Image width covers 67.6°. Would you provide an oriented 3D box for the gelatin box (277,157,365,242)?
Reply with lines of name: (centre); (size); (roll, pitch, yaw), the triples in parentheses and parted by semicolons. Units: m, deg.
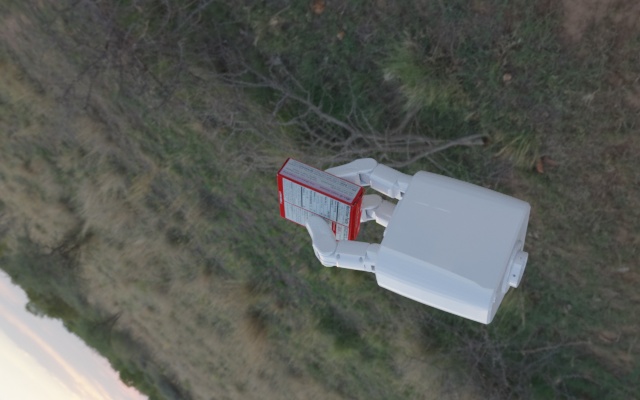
gelatin box: (0.000, 0.002, 0.500); (0.089, 0.030, 0.073); (22, -34, 15)
